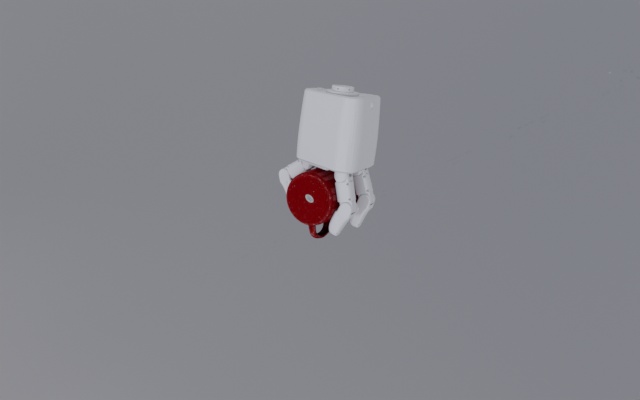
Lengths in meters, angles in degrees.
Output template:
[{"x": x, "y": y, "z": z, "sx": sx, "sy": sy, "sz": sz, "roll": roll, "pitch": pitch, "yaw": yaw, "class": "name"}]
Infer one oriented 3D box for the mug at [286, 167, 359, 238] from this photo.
[{"x": 0.000, "y": 0.004, "z": 0.740, "sx": 0.093, "sy": 0.117, "sz": 0.081, "roll": 14, "pitch": 19, "yaw": 28, "class": "mug"}]
